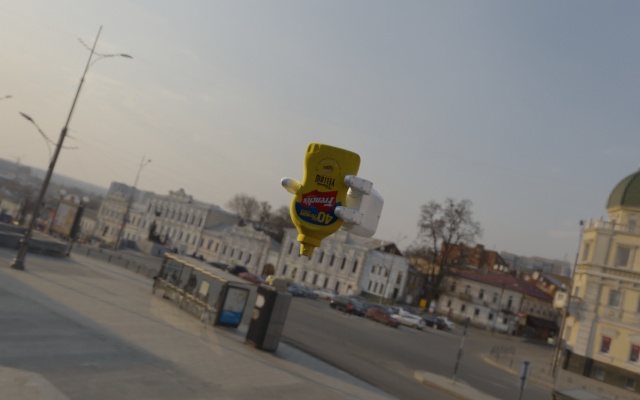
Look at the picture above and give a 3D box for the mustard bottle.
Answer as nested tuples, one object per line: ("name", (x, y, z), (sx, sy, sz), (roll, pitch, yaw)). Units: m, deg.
("mustard bottle", (0.000, 0.002, 0.820), (0.096, 0.191, 0.058), (15, -6, 6))
